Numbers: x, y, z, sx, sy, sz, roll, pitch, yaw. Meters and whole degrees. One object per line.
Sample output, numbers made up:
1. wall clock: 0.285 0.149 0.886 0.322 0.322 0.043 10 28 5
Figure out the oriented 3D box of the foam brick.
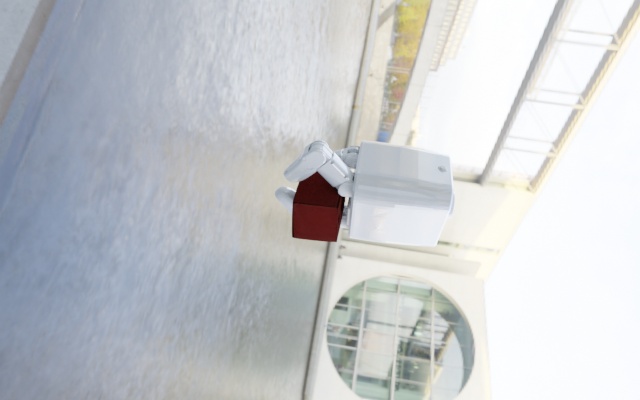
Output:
1. foam brick: 0.000 0.002 0.546 0.051 0.053 0.078 8 40 6
